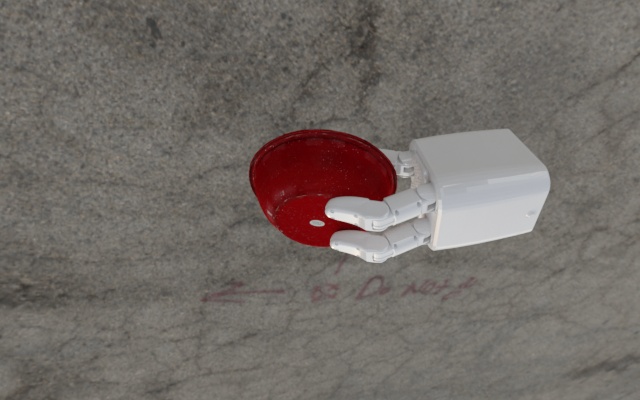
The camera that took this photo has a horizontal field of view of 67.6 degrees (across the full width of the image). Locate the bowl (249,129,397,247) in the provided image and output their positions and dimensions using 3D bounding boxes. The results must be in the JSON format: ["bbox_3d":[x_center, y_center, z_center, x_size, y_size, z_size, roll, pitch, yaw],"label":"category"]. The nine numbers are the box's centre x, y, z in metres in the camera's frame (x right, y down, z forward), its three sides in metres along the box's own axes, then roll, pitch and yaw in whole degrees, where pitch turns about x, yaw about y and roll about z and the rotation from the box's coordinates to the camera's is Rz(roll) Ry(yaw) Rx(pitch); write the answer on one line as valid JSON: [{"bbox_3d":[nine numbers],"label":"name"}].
[{"bbox_3d":[-0.001,0.002,0.503,0.162,0.055,0.162,4,-38,3],"label":"bowl"}]
